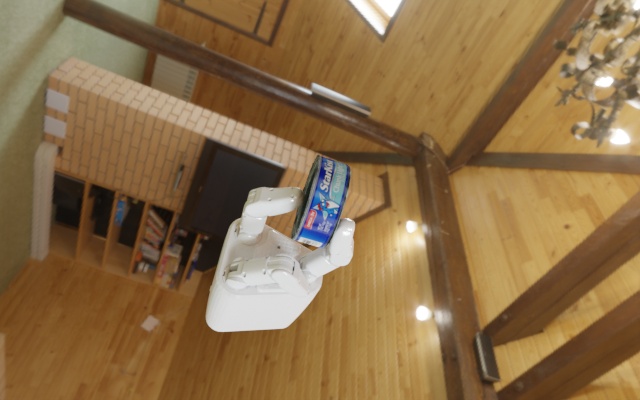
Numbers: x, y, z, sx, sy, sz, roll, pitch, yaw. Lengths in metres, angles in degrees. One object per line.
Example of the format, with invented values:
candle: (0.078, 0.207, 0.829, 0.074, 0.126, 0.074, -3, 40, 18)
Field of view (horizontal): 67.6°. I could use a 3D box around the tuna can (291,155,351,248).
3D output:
tuna can: (0.001, 0.002, 0.460, 0.034, 0.086, 0.086, 17, -2, -7)
